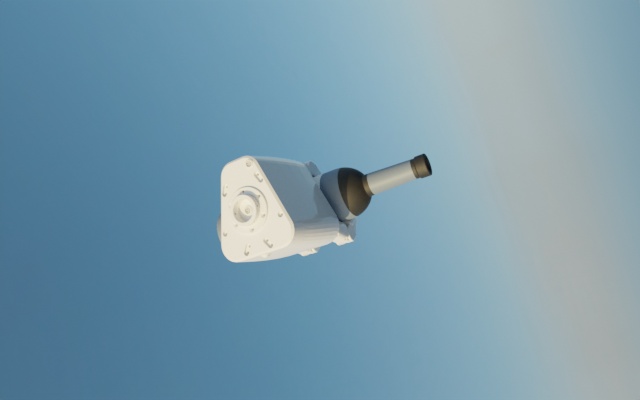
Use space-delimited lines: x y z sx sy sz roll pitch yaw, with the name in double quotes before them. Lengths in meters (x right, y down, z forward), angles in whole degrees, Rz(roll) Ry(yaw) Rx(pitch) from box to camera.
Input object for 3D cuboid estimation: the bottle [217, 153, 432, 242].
"bottle" 0.000 0.002 0.621 0.296 0.069 0.069 -19 -8 25
